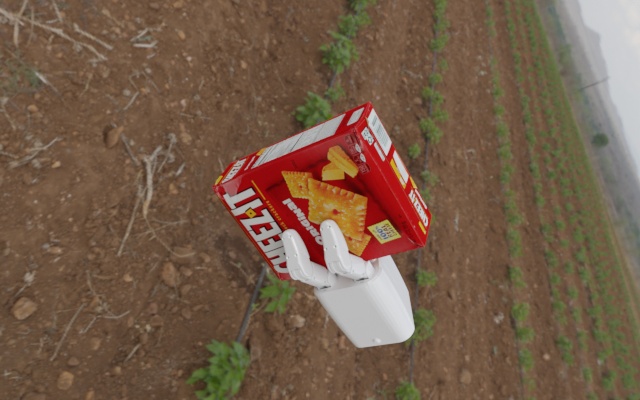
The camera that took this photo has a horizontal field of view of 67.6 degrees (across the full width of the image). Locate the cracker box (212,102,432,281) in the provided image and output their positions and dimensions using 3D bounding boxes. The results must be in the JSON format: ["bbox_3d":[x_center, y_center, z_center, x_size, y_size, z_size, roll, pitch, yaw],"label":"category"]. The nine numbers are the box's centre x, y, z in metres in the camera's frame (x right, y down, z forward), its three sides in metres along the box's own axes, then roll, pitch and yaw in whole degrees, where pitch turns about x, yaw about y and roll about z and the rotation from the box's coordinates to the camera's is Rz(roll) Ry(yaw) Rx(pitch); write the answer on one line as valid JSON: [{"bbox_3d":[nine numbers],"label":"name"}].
[{"bbox_3d":[0.000,0.002,0.577,0.214,0.164,0.072,-19,25,31],"label":"cracker box"}]
